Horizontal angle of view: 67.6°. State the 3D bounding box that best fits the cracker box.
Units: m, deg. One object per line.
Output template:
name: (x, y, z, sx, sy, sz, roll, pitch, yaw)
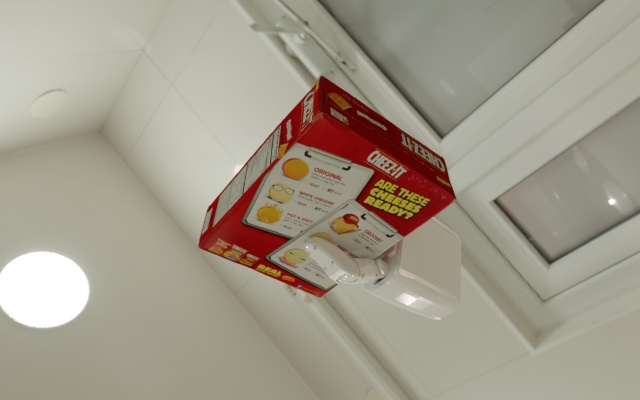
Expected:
cracker box: (0.000, 0.002, 0.494, 0.164, 0.072, 0.214, 28, -52, -26)
